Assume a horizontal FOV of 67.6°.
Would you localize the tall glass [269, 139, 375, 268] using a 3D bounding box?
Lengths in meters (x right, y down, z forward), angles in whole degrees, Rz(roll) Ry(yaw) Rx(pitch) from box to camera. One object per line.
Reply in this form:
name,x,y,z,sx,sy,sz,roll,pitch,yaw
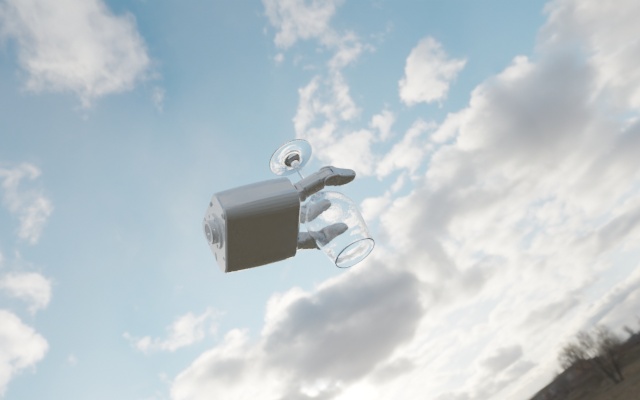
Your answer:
tall glass,0.000,0.002,0.693,0.079,0.079,0.201,0,44,-42
